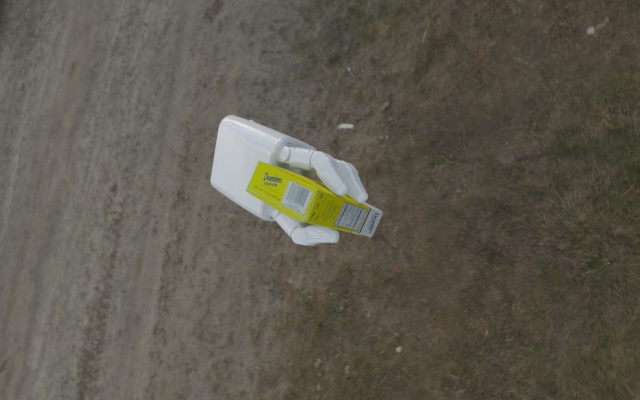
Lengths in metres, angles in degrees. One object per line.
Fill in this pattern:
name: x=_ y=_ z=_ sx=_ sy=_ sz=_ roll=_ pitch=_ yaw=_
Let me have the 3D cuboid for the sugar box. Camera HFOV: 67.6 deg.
sugar box: x=0.000 y=0.001 z=0.597 sx=0.093 sy=0.048 sz=0.176 roll=27 pitch=8 yaw=31
